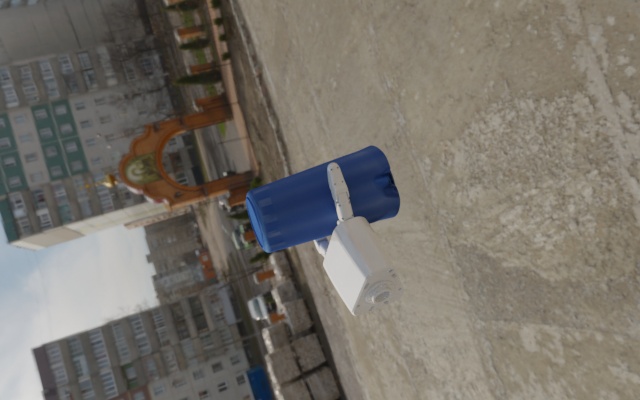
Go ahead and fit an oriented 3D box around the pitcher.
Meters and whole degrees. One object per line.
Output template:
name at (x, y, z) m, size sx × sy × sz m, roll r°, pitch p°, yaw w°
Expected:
pitcher at (0.000, 0.003, 0.824) m, size 0.243 × 0.149 × 0.145 m, roll -18°, pitch 46°, yaw -15°
